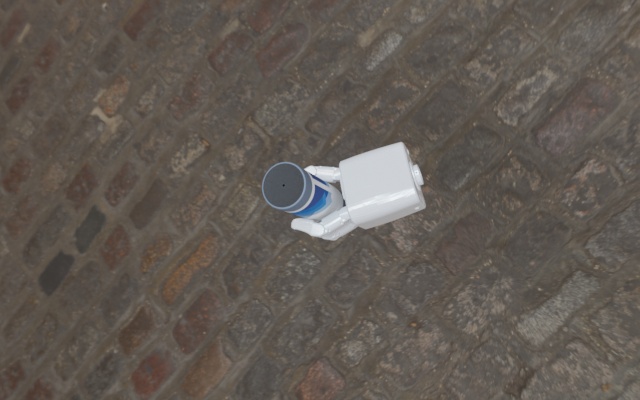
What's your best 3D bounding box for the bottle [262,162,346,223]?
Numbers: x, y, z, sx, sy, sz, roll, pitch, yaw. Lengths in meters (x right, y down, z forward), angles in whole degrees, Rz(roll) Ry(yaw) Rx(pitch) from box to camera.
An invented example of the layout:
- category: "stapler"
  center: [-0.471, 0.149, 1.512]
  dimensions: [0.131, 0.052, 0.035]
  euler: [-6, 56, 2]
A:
- category: "bottle"
  center: [0.000, 0.003, 0.788]
  dimensions: [0.069, 0.069, 0.296]
  euler: [0, -9, 20]
